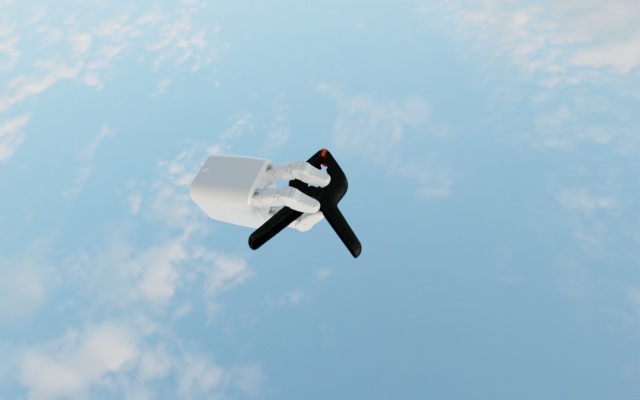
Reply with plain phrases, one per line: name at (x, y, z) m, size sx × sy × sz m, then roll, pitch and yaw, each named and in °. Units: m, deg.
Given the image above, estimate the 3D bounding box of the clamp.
clamp at (0.000, 0.003, 0.732) m, size 0.164 × 0.209 × 0.036 m, roll 10°, pitch -40°, yaw 15°
